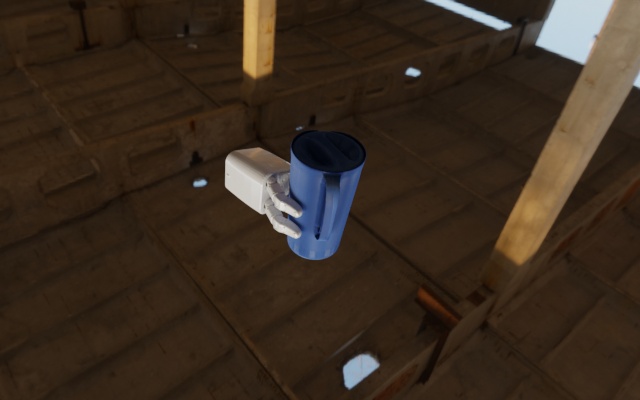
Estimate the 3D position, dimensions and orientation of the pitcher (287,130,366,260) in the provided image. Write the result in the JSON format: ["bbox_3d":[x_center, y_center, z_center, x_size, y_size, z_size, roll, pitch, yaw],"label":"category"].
[{"bbox_3d":[0.000,0.003,0.898,0.145,0.243,0.149,32,45,24],"label":"pitcher"}]
